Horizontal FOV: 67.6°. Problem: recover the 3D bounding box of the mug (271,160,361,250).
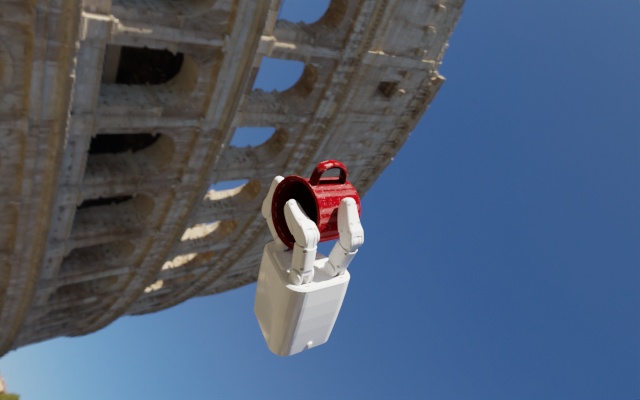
[{"bbox_3d":[0.001,0.001,0.606,0.081,0.117,0.093,-6,33,-43],"label":"mug"}]
